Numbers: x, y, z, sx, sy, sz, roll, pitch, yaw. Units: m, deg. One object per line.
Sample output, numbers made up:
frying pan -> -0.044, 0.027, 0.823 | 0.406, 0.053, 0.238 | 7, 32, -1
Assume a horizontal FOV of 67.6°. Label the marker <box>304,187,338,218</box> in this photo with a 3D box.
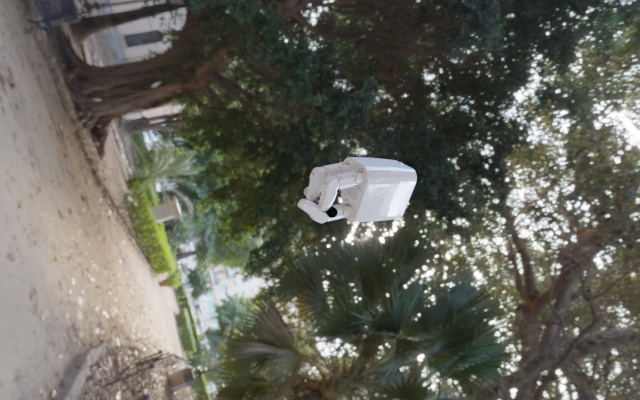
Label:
marker -> 0.000, 0.003, 0.856 | 0.020, 0.020, 0.121 | 0, 20, -24
